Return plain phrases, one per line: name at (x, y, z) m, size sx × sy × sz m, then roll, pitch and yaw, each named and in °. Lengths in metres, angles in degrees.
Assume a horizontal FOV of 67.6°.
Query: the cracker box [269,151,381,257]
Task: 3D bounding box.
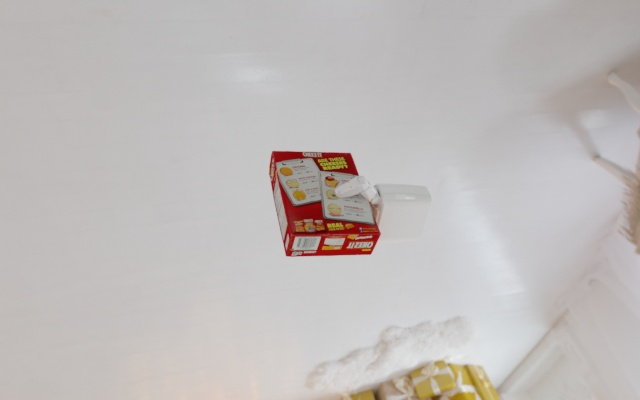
cracker box at (0.000, 0.003, 0.889) m, size 0.164 × 0.213 × 0.072 m, roll 0°, pitch -44°, yaw -18°
